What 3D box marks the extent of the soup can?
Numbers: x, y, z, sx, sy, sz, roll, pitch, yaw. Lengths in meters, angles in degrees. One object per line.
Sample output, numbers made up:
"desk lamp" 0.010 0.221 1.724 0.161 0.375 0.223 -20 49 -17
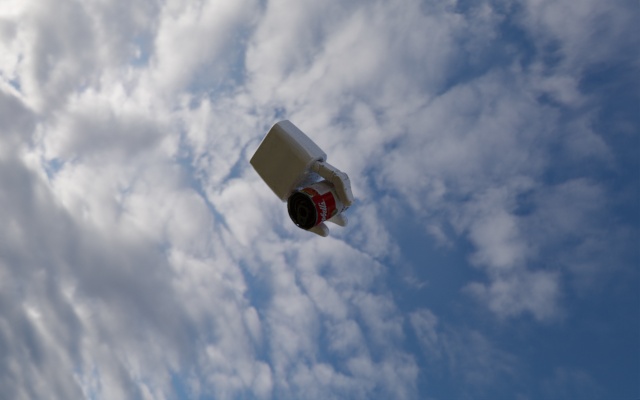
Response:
"soup can" 0.001 0.003 0.835 0.068 0.068 0.102 0 17 42
